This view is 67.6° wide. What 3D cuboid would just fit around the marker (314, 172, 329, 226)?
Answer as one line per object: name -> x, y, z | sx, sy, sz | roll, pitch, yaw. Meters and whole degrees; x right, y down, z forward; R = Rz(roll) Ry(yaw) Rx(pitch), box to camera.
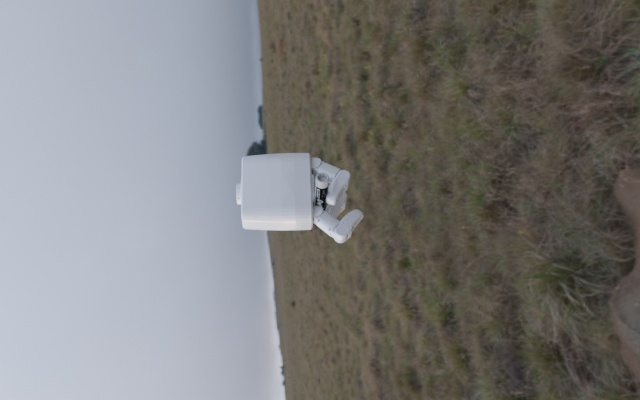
marker -> 0.000, 0.002, 0.721 | 0.020, 0.020, 0.121 | 0, -35, -3
